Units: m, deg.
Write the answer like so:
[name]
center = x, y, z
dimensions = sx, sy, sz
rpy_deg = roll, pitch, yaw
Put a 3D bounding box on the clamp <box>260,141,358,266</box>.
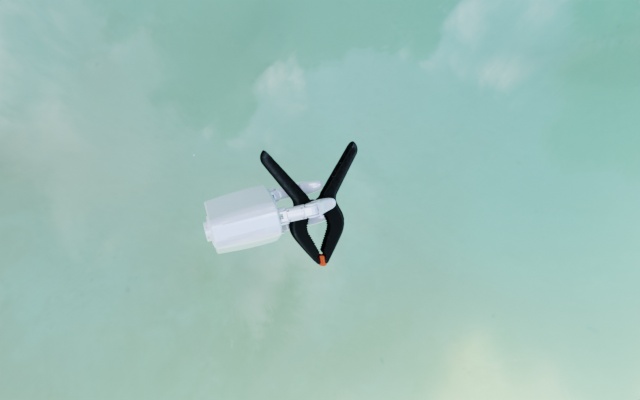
[clamp]
center = 0.000, 0.003, 0.798
dimensions = 0.164, 0.210, 0.036
rpy_deg = -14, 9, -13
